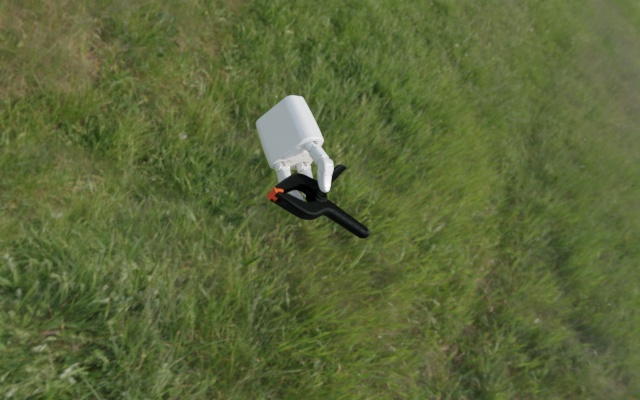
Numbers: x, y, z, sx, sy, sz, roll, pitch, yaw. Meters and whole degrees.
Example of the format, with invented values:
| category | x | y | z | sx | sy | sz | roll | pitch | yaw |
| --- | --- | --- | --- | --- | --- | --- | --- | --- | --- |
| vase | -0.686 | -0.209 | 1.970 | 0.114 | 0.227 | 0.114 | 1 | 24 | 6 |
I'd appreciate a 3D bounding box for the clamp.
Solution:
| category | x | y | z | sx | sy | sz | roll | pitch | yaw |
| --- | --- | --- | --- | --- | --- | --- | --- | --- | --- |
| clamp | 0.000 | 0.002 | 0.884 | 0.210 | 0.164 | 0.036 | -3 | -30 | -42 |
